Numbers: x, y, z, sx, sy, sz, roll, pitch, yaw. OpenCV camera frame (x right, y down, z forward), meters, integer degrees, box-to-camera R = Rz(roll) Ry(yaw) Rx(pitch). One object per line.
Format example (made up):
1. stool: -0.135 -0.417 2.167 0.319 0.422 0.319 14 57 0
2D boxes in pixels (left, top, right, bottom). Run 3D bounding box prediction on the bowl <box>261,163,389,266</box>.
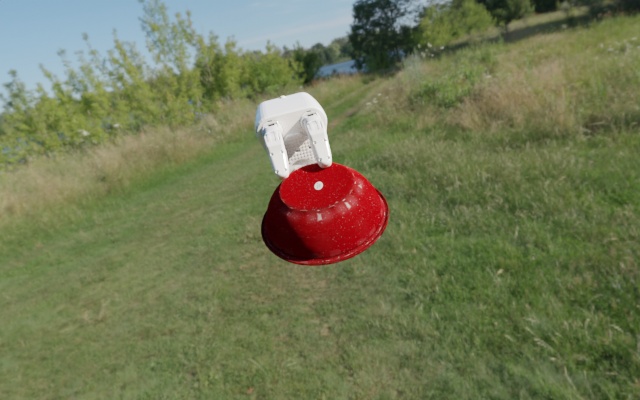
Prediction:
1. bowl: 0.001 0.002 0.579 0.162 0.055 0.162 -8 40 6
